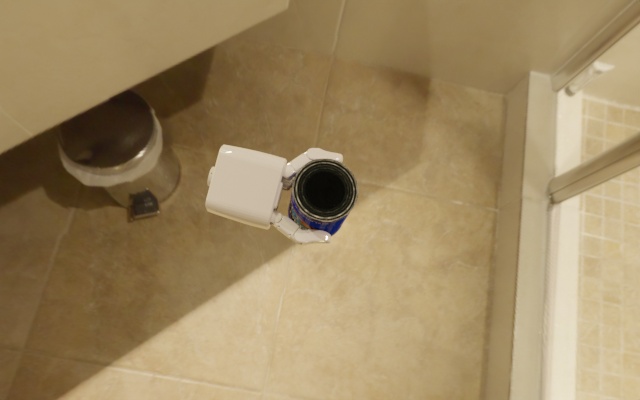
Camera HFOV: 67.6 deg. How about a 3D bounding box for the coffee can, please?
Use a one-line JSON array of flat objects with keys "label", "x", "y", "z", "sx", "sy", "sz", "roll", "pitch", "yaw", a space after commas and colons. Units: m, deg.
[{"label": "coffee can", "x": 0.000, "y": 0.003, "z": 0.793, "sx": 0.103, "sy": 0.102, "sz": 0.140, "roll": 0, "pitch": -16, "yaw": -7}]
